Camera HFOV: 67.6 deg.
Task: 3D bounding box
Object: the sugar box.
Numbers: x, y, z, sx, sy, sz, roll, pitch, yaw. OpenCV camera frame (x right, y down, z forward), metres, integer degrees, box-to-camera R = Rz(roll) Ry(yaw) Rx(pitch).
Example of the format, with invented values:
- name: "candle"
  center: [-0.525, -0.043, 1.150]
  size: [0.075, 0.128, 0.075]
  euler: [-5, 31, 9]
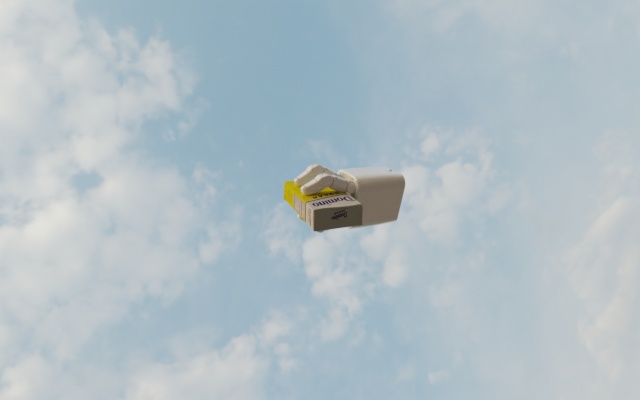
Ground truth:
- name: "sugar box"
  center: [0.000, 0.002, 0.880]
  size: [0.093, 0.048, 0.176]
  euler: [-6, 17, -20]
